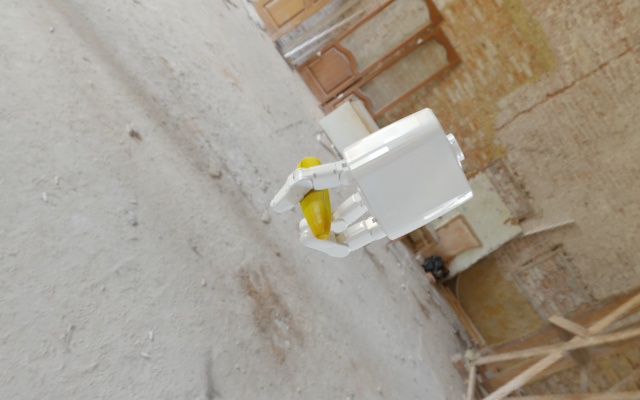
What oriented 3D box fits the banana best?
[{"bbox_3d":[-0.007,-0.016,0.593,0.037,0.070,0.197,-22,15,4],"label":"banana"}]
